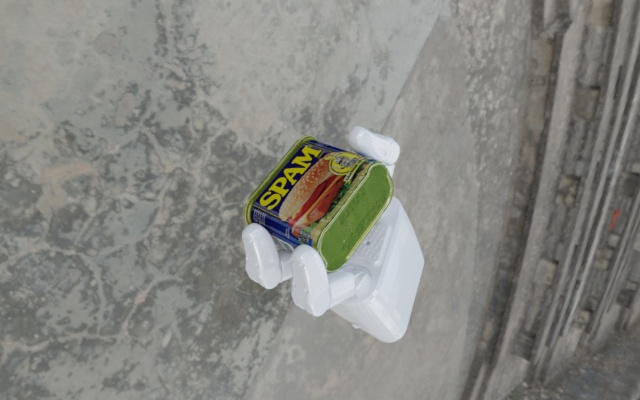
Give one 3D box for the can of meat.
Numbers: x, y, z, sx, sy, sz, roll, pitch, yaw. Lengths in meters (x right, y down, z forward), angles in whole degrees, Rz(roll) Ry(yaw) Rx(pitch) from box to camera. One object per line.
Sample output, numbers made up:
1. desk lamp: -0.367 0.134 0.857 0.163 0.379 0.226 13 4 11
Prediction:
1. can of meat: 0.000 0.001 0.402 0.084 0.102 0.057 23 -24 38
